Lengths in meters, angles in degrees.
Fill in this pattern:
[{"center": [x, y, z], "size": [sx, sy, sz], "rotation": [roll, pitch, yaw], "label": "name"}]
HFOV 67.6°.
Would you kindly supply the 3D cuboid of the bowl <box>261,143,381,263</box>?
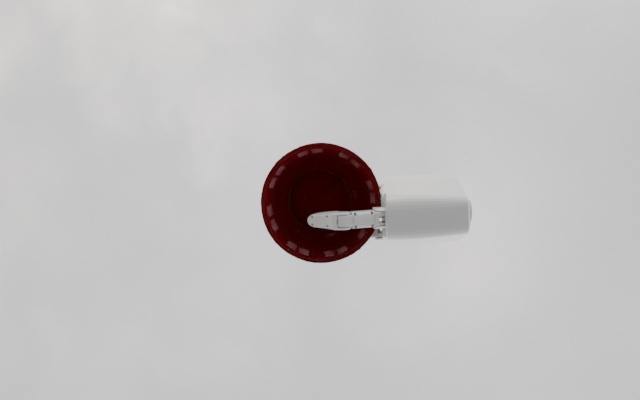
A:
[{"center": [-0.001, 0.002, 0.662], "size": [0.162, 0.162, 0.055], "rotation": [0, 5, -3], "label": "bowl"}]
